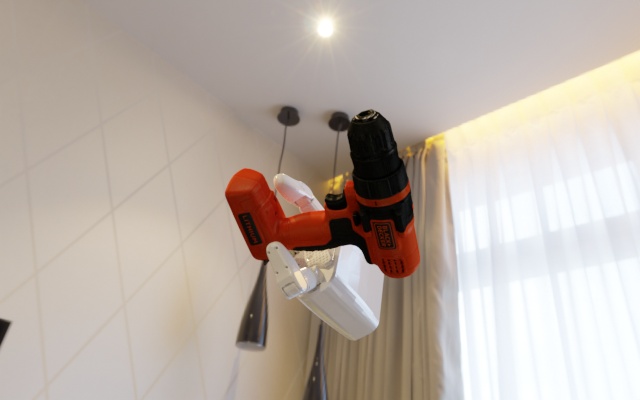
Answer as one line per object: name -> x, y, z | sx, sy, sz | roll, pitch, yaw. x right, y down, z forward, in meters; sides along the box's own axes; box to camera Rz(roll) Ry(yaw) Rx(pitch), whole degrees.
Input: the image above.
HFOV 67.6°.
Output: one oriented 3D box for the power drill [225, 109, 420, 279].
power drill -> 0.000, 0.002, 0.485 | 0.187, 0.184, 0.057 | -1, 34, 25
